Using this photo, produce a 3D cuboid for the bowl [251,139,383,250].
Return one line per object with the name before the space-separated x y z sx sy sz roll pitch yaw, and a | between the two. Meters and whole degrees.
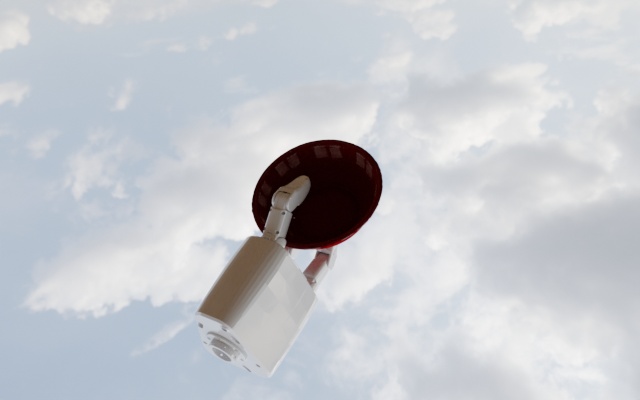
bowl | 0.001 0.001 0.589 0.162 0.162 0.055 0 -34 18
